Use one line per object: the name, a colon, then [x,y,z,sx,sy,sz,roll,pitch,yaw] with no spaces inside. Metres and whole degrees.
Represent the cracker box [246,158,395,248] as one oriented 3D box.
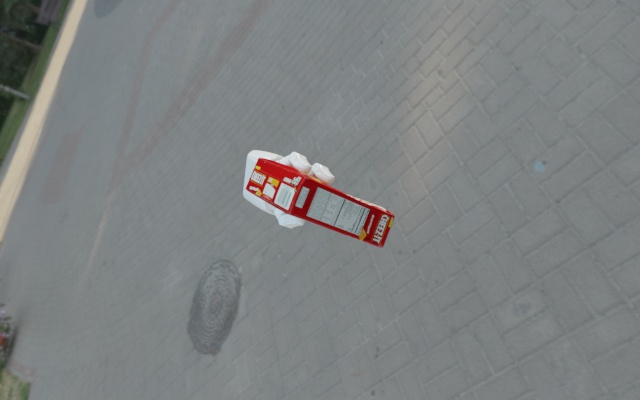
cracker box: [0.000,0.003,0.841,0.214,0.072,0.164,22,2,-36]
